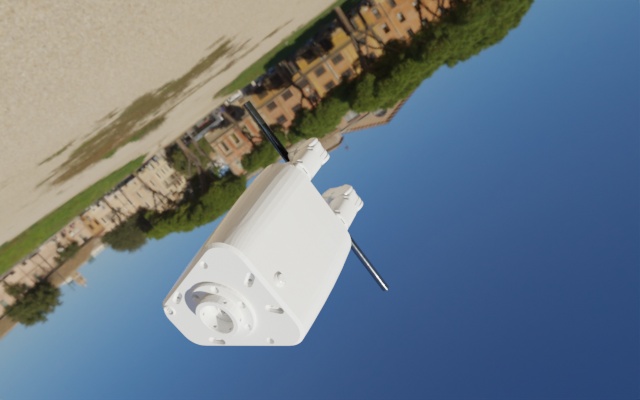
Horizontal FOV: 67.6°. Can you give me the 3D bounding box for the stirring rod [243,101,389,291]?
[{"bbox_3d":[0.000,0.002,0.478,0.011,0.239,0.011,-34,16,11],"label":"stirring rod"}]
